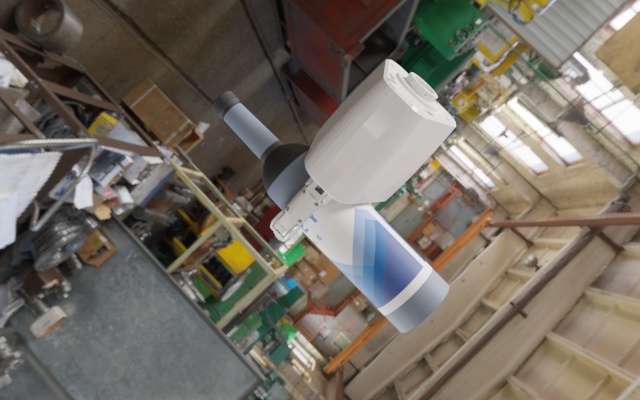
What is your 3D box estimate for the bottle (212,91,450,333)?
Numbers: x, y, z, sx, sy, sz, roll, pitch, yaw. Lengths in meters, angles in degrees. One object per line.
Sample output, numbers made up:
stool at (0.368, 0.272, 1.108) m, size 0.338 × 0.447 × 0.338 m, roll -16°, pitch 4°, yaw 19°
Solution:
bottle at (0.000, 0.002, 0.480) m, size 0.069 × 0.295 × 0.069 m, roll -44°, pitch -5°, yaw -5°
